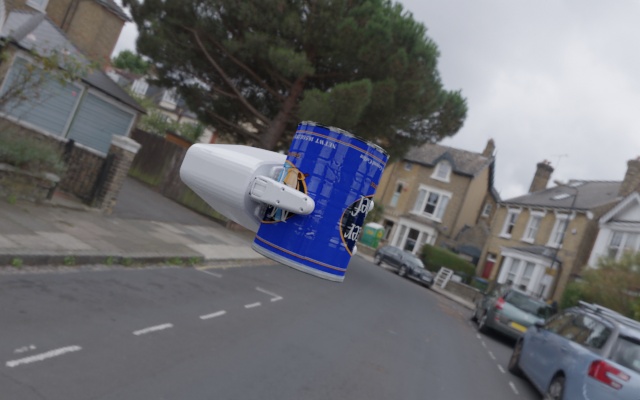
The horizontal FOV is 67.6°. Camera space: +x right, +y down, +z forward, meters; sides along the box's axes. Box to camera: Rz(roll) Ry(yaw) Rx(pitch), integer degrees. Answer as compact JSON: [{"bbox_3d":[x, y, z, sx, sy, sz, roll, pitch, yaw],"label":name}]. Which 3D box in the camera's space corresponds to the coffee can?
[{"bbox_3d":[0.000,0.002,0.502,0.103,0.140,0.103,21,-2,1],"label":"coffee can"}]
